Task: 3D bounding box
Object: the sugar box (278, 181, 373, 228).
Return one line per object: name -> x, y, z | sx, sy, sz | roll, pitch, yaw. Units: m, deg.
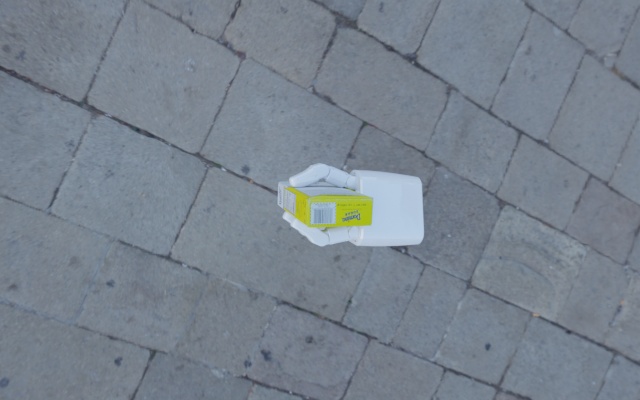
sugar box -> 0.000, 0.003, 0.703 | 0.093, 0.048, 0.176 | 0, 6, -17
